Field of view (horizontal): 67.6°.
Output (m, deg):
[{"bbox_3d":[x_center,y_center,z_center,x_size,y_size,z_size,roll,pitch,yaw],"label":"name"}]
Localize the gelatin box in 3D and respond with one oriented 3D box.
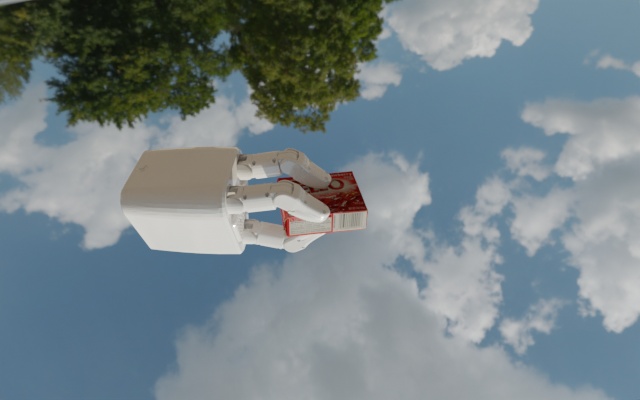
[{"bbox_3d":[0.000,0.002,0.523,0.089,0.030,0.073,-5,38,-9],"label":"gelatin box"}]
